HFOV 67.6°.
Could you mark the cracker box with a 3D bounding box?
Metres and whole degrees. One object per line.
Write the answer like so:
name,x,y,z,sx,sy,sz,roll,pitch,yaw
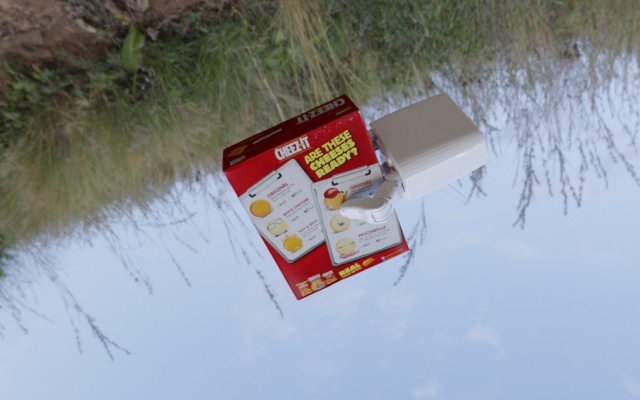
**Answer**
cracker box,0.000,0.002,0.591,0.164,0.214,0.072,-24,32,1
